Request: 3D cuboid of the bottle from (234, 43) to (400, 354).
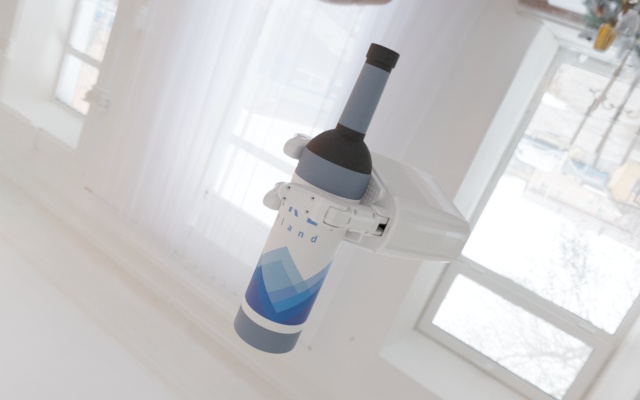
[{"bbox_3d":[0.000,0.002,0.444,0.069,0.296,0.069,22,14,-6],"label":"bottle"}]
